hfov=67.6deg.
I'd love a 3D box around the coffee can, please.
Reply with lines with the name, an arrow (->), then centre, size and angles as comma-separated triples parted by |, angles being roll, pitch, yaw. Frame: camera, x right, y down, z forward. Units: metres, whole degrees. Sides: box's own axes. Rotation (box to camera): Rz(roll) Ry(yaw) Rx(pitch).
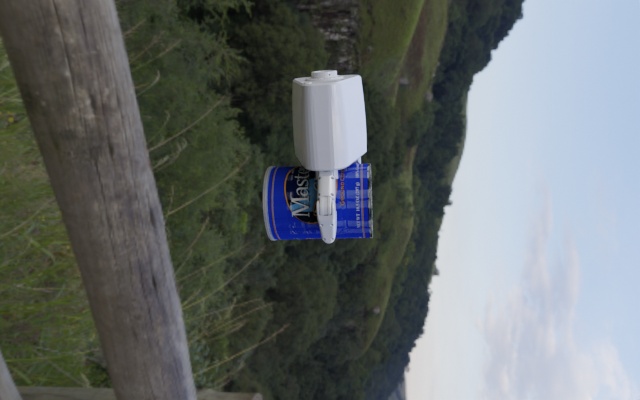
coffee can -> 0.000, 0.002, 0.655 | 0.140, 0.103, 0.103 | -2, 0, 7
